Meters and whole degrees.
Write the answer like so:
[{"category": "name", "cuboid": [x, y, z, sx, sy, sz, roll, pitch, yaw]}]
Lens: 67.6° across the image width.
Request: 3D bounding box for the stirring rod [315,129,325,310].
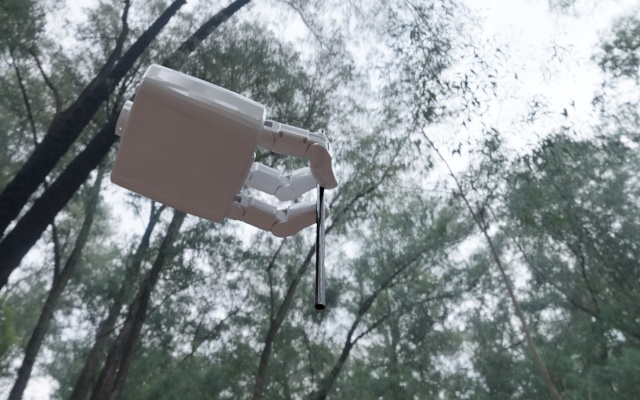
[{"category": "stirring rod", "cuboid": [0.000, 0.001, 0.452, 0.011, 0.011, 0.239, 0, 41, 0]}]
